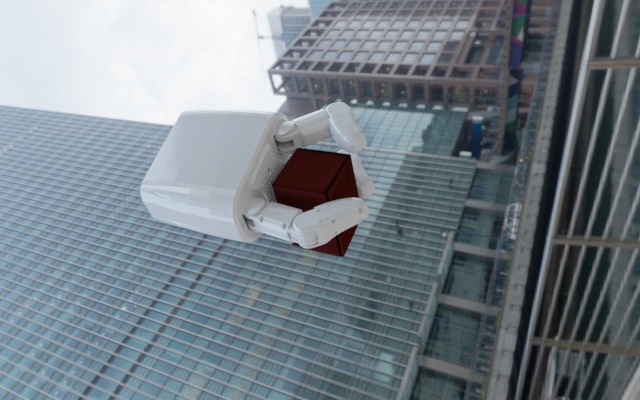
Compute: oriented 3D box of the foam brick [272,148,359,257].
[{"bbox_3d":[0.000,0.002,0.418,0.051,0.078,0.053,8,46,24],"label":"foam brick"}]
